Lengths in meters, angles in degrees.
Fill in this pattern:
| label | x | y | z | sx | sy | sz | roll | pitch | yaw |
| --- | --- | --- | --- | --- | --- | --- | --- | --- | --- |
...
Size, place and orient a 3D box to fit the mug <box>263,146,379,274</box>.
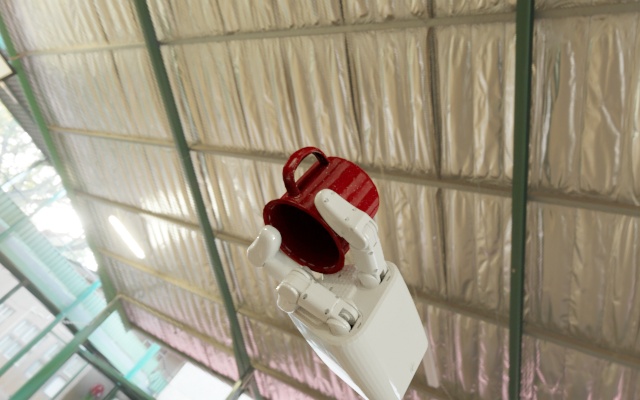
| label | x | y | z | sx | sy | sz | roll | pitch | yaw |
| --- | --- | --- | --- | --- | --- | --- | --- | --- | --- |
| mug | 0.000 | 0.000 | 0.460 | 0.093 | 0.117 | 0.081 | 4 | 41 | 42 |
